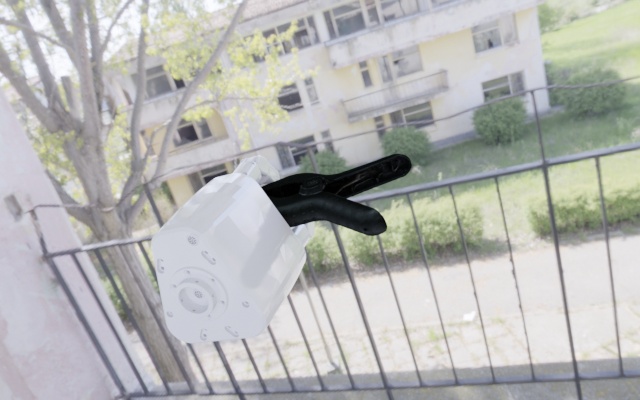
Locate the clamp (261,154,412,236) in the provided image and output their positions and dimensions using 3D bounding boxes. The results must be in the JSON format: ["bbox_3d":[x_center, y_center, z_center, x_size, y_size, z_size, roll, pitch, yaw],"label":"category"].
[{"bbox_3d":[0.000,0.001,0.460,0.171,0.039,0.120,-12,22,20],"label":"clamp"}]
